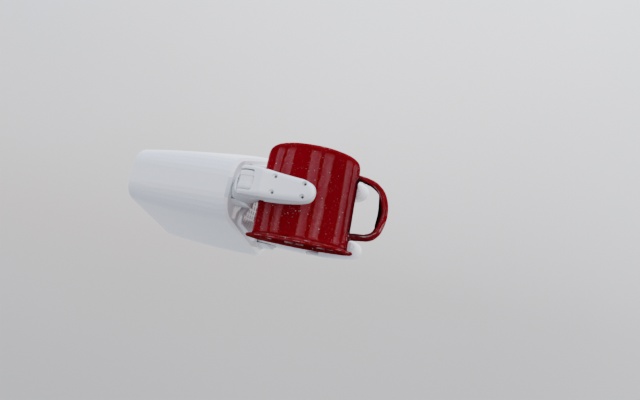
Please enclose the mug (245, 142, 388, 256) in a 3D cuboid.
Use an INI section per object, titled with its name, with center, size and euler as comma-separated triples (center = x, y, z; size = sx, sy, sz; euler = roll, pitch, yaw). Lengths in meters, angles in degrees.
[mug]
center = 0.001, 0.001, 0.411
size = 0.117, 0.081, 0.093
euler = 8, -9, 16
